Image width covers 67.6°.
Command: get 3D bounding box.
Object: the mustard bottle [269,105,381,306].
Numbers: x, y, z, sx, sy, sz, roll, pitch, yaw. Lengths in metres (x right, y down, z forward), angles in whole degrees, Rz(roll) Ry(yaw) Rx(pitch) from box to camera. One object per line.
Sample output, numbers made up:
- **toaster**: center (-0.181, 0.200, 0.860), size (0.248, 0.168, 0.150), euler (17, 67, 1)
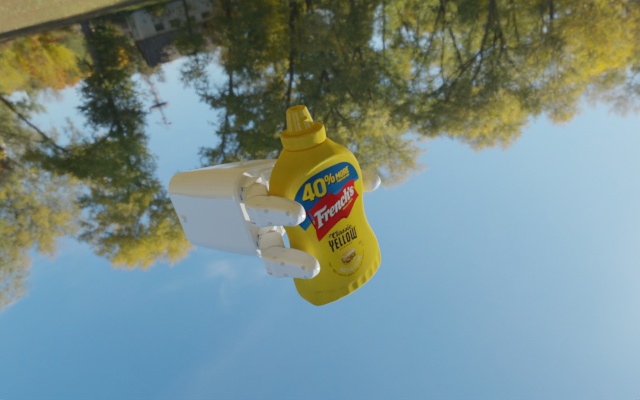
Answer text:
- **mustard bottle**: center (0.000, 0.002, 0.464), size (0.096, 0.192, 0.058), euler (-28, 27, -26)
